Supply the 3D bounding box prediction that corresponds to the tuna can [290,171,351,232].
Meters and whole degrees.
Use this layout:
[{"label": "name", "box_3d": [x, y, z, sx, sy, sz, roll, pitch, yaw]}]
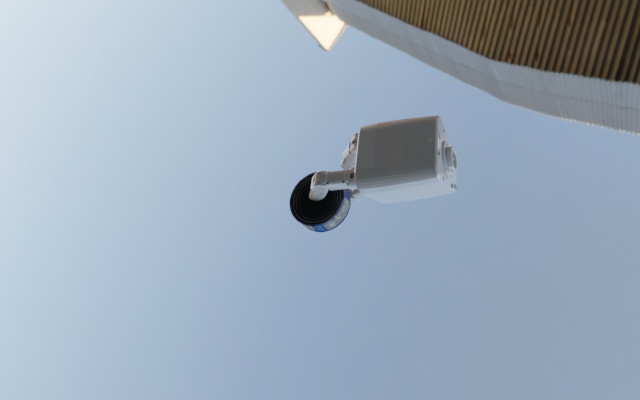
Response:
[{"label": "tuna can", "box_3d": [0.000, 0.003, 0.699, 0.086, 0.086, 0.034, 0, -24, 27]}]
